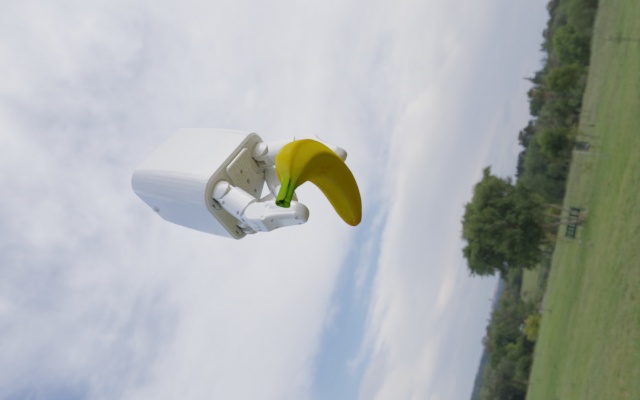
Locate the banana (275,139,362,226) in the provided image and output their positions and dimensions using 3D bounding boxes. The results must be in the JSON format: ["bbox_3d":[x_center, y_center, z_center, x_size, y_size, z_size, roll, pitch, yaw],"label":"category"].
[{"bbox_3d":[0.002,-0.017,0.456,0.037,0.069,0.198,7,-5,24],"label":"banana"}]
